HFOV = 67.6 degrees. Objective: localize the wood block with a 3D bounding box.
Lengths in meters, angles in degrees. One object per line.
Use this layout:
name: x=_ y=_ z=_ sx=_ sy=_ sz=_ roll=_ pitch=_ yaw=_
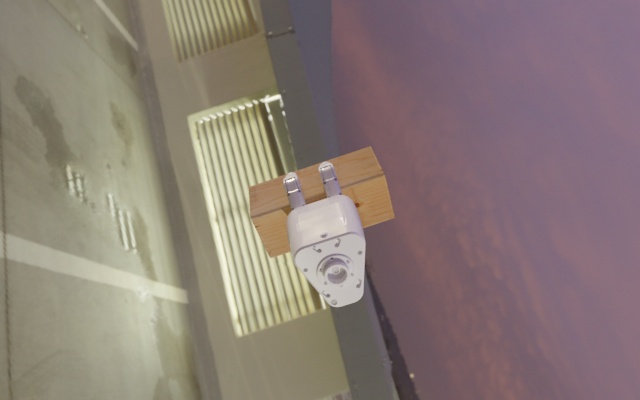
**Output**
wood block: x=0.000 y=0.003 z=0.754 sx=0.206 sy=0.091 sz=0.090 roll=-18 pitch=36 yaw=2
